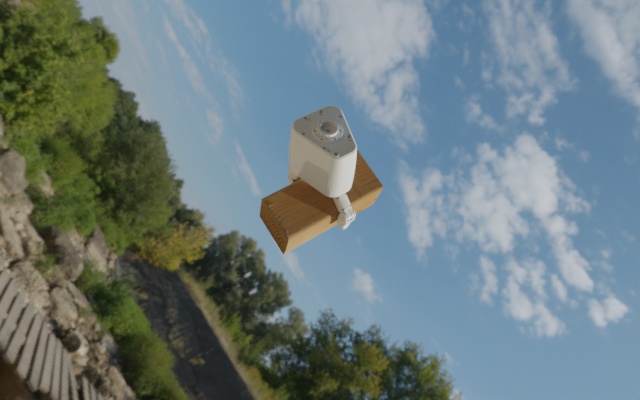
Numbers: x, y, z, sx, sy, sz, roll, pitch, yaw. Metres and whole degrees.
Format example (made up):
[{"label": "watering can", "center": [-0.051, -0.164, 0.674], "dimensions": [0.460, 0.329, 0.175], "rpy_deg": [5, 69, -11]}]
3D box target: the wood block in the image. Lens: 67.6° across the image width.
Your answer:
[{"label": "wood block", "center": [0.000, 0.003, 0.884], "dimensions": [0.206, 0.090, 0.090], "rpy_deg": [-28, -16, -20]}]
